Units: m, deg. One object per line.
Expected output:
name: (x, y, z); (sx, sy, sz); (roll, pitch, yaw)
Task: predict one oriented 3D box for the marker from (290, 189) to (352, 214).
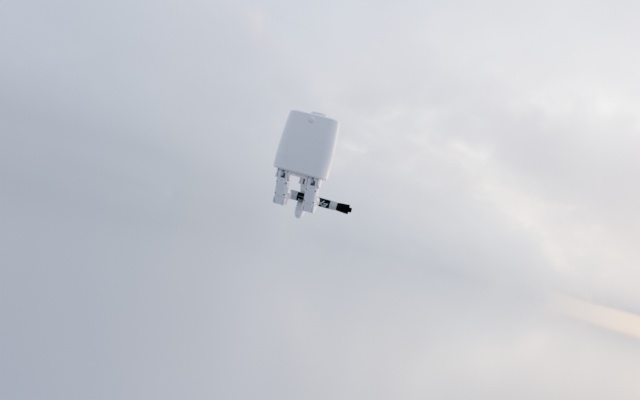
marker: (0.000, 0.003, 0.897); (0.121, 0.020, 0.020); (15, 2, 9)
